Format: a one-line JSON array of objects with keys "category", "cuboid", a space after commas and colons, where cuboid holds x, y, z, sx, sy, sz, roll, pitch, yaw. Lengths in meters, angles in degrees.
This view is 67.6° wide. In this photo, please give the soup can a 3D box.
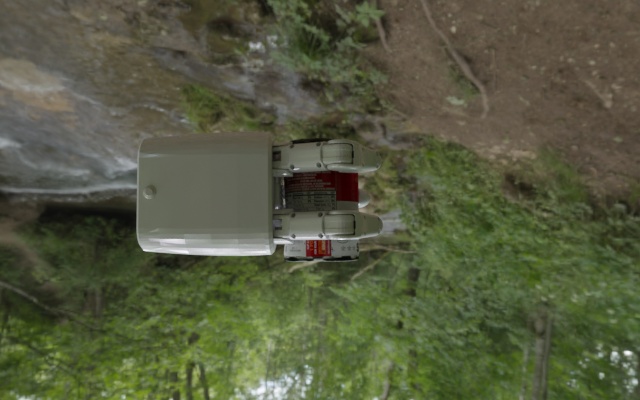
[{"category": "soup can", "cuboid": [0.001, 0.002, 0.421, 0.068, 0.102, 0.068, -1, -4, 0]}]
